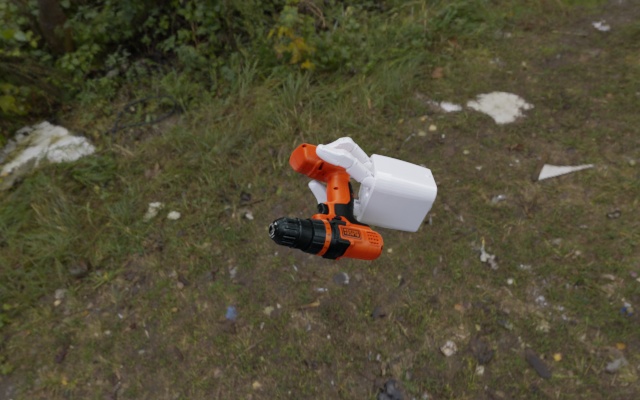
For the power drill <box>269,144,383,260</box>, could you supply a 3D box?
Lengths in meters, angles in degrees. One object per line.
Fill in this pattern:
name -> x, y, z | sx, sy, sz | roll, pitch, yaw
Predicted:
power drill -> 0.000, 0.002, 0.737 | 0.184, 0.187, 0.057 | 13, -40, -30
